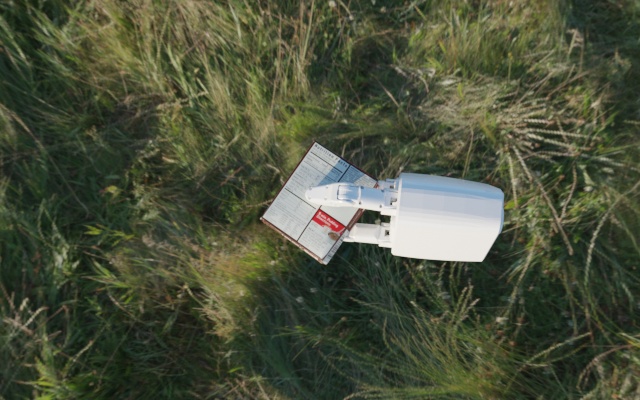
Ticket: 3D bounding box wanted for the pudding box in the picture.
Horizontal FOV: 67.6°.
[{"bbox_3d":[0.000,0.002,0.545,0.090,0.113,0.039,34,-6,12],"label":"pudding box"}]
